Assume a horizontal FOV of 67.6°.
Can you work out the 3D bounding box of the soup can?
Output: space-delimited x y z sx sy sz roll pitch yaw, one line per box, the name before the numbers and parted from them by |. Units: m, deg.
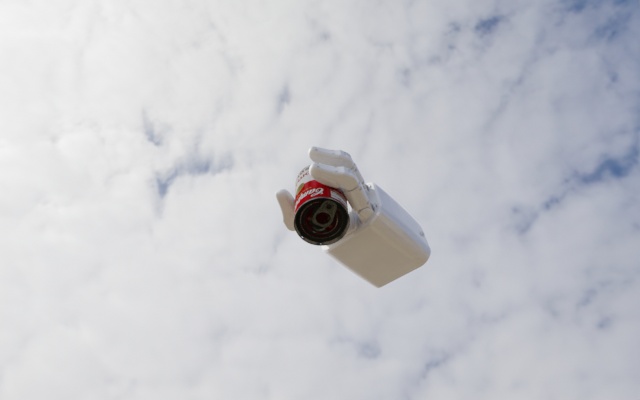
soup can | 0.000 0.002 0.615 0.068 0.068 0.102 0 29 -2
